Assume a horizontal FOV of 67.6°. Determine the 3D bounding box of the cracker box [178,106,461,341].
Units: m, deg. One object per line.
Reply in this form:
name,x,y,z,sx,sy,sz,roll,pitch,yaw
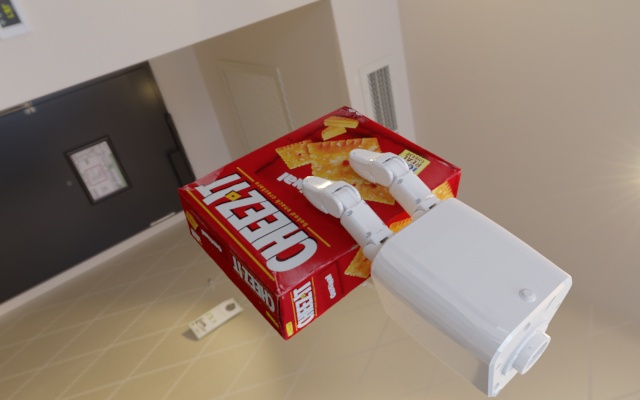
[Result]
cracker box,0.000,0.002,0.458,0.213,0.072,0.164,-31,49,-27
